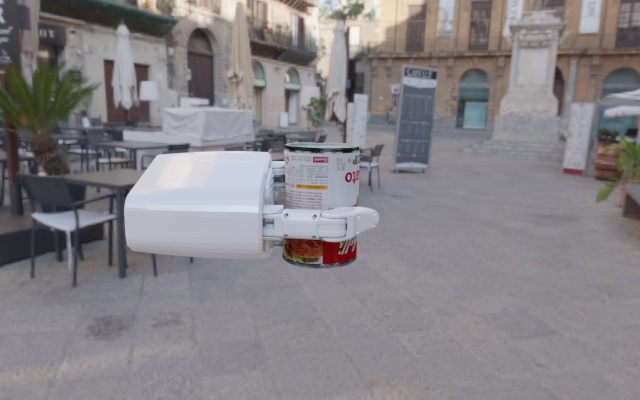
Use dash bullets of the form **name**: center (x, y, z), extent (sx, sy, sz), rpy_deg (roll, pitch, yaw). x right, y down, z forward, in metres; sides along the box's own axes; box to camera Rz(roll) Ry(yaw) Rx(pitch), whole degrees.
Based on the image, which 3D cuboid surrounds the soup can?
- **soup can**: center (0.001, 0.001, 0.425), extent (0.068, 0.102, 0.068), rpy_deg (1, 11, 0)
